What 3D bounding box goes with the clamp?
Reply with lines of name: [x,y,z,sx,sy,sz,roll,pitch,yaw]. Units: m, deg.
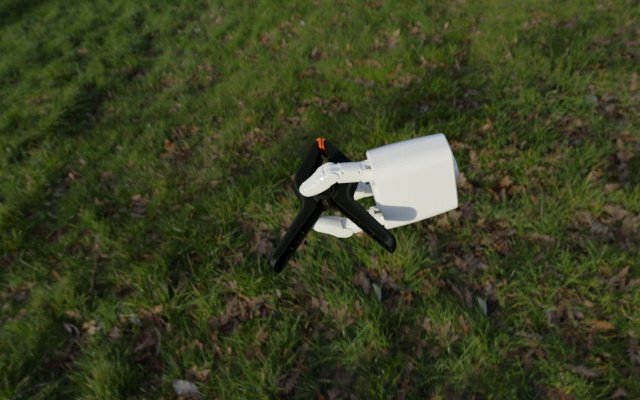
clamp: [0.000,0.001,0.656,0.164,0.209,0.036,-16,-37,5]
